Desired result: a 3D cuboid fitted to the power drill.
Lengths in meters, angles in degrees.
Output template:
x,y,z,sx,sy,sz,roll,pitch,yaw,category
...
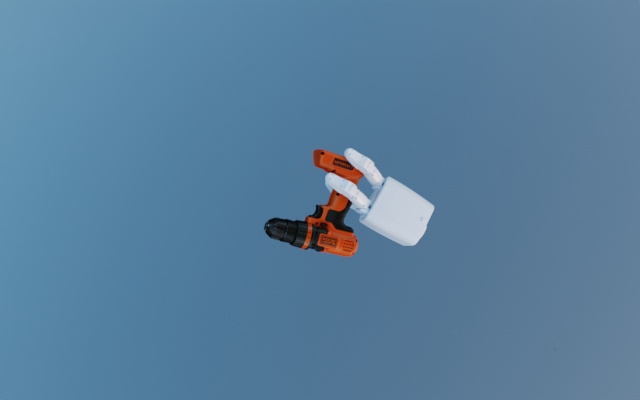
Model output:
x,y,z,sx,sy,sz,roll,pitch,yaw,category
0.001,0.003,0.897,0.184,0.187,0.057,15,1,-21,power drill
